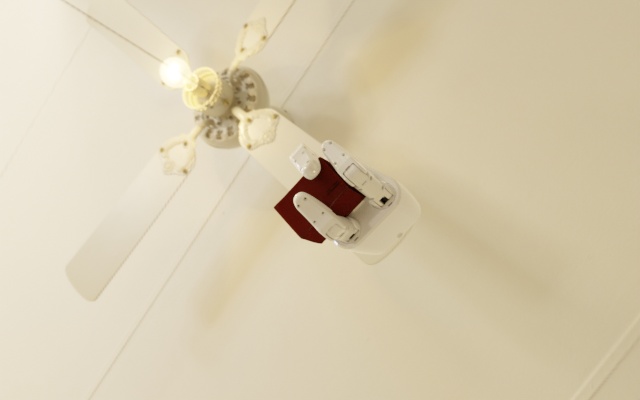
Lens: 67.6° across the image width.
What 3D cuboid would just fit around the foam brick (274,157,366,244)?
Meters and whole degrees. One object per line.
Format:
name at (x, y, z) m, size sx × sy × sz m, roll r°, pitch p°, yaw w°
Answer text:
foam brick at (0.000, 0.002, 0.527) m, size 0.053 × 0.078 × 0.051 m, roll 49°, pitch 11°, yaw 26°
